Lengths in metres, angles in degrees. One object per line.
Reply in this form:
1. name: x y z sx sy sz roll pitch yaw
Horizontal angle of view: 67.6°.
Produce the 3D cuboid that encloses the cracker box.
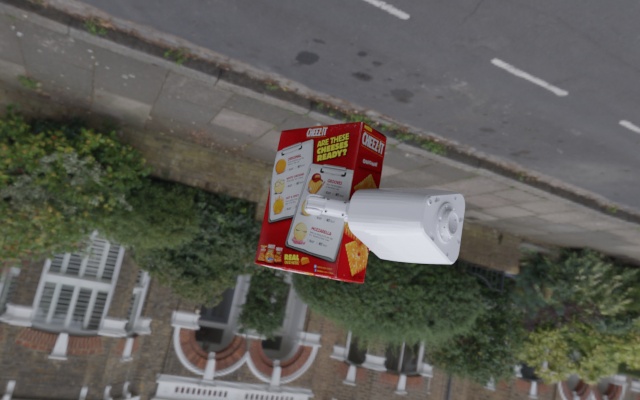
1. cracker box: 0.000 0.002 0.700 0.164 0.213 0.072 2 -13 42
